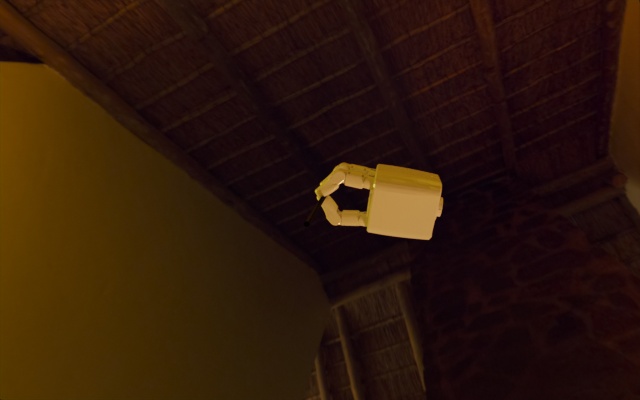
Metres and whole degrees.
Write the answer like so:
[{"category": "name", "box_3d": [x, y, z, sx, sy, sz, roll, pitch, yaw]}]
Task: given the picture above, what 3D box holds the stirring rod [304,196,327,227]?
[{"category": "stirring rod", "box_3d": [0.000, 0.003, 0.751, 0.011, 0.011, 0.239, 0, 14, 9]}]
